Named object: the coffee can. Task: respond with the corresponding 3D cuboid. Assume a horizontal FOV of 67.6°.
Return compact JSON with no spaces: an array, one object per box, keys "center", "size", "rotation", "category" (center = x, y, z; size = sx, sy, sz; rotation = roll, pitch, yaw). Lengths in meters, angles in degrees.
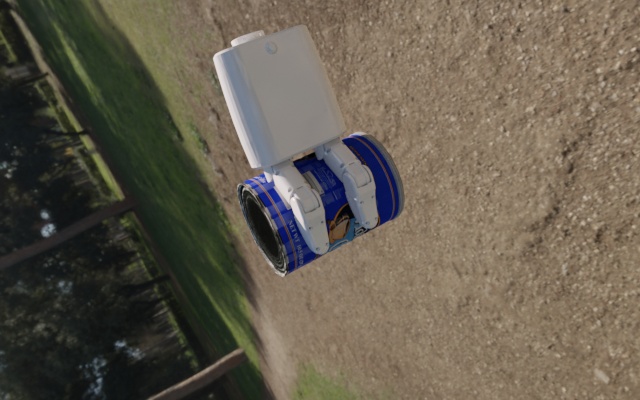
[{"center":[0.000,0.002,0.494],"size":[0.140,0.103,0.103],"rotation":[-26,9,-20],"category":"coffee can"}]
